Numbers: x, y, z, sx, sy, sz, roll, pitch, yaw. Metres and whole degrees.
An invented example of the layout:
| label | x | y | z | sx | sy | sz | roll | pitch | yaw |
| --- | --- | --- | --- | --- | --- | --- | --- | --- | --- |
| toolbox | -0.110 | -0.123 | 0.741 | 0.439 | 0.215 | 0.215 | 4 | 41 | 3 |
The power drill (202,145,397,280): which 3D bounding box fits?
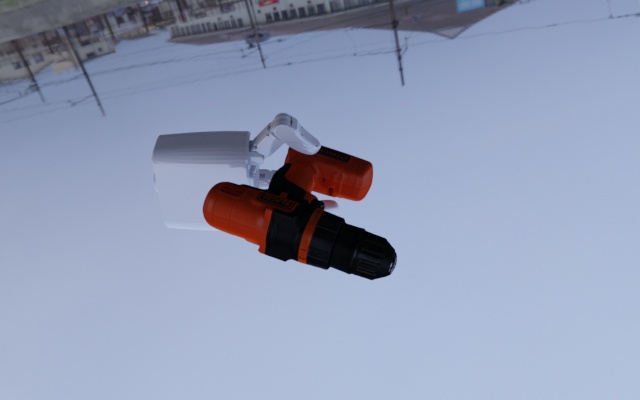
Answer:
| label | x | y | z | sx | sy | sz | roll | pitch | yaw |
| --- | --- | --- | --- | --- | --- | --- | --- | --- | --- |
| power drill | 0.000 | 0.001 | 0.494 | 0.184 | 0.057 | 0.187 | 20 | 26 | 10 |
